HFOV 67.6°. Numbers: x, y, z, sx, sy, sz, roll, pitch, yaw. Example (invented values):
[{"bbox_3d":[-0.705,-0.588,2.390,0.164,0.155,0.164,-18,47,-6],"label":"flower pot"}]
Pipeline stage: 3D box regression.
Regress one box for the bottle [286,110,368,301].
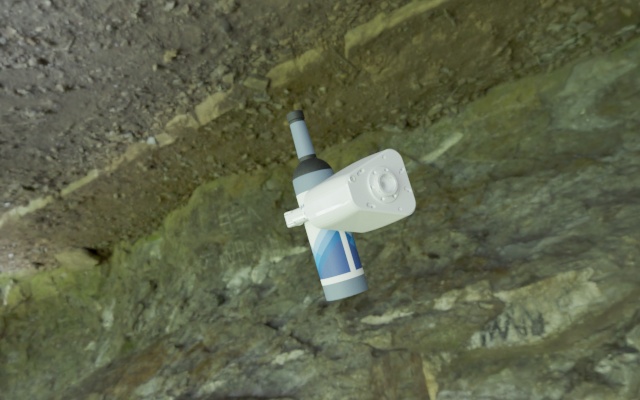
[{"bbox_3d":[0.000,0.003,0.739,0.069,0.295,0.069,-16,-6,-2],"label":"bottle"}]
